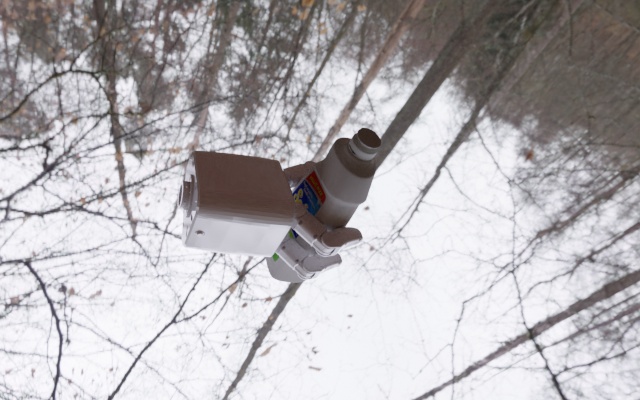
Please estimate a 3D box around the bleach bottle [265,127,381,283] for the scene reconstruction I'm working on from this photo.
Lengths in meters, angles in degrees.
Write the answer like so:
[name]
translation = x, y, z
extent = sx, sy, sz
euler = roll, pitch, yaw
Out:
[bleach bottle]
translation = 0.000, 0.002, 0.585
extent = 0.068, 0.102, 0.251
euler = 8, -39, -24
